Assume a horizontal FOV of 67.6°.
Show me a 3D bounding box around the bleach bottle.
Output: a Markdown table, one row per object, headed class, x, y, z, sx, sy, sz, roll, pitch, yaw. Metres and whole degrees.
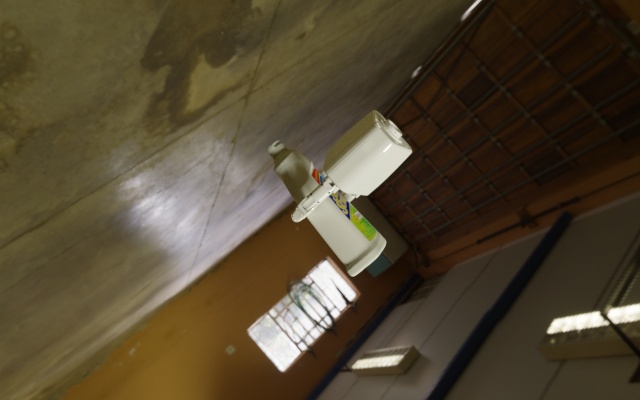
| class | x | y | z | sx | sy | sz | roll | pitch | yaw |
| --- | --- | --- | --- | --- | --- | --- | --- | --- | --- |
| bleach bottle | 0.000 | 0.003 | 0.793 | 0.068 | 0.251 | 0.102 | -43 | -3 | 20 |
